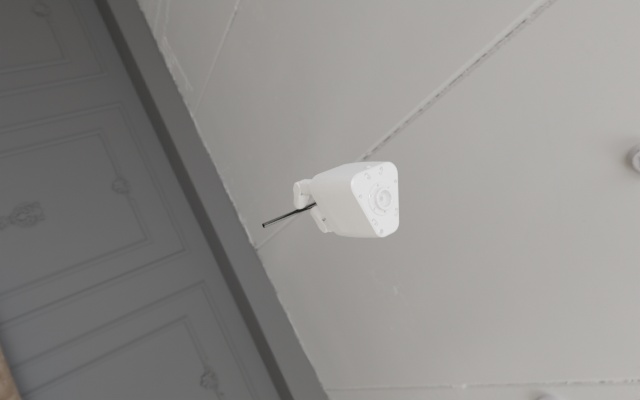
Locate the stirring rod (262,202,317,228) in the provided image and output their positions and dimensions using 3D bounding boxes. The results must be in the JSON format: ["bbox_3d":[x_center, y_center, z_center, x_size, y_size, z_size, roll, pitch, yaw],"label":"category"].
[{"bbox_3d":[0.000,0.003,0.852,0.239,0.011,0.011,-22,12,-32],"label":"stirring rod"}]
